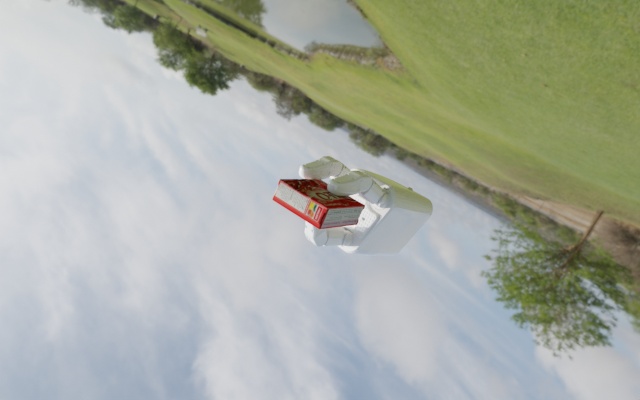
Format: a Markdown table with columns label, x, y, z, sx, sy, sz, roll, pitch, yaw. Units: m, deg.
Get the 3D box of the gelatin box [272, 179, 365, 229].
| label | x | y | z | sx | sy | sz | roll | pitch | yaw |
| --- | --- | --- | --- | --- | --- | --- | --- | --- | --- |
| gelatin box | 0.000 | 0.002 | 0.560 | 0.073 | 0.030 | 0.089 | 31 | 18 | 29 |
